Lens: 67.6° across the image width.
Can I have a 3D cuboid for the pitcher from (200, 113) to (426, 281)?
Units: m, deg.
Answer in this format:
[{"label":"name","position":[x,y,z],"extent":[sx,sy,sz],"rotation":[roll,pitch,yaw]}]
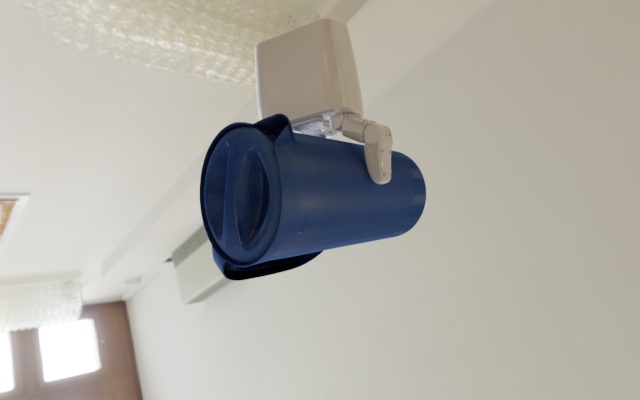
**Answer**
[{"label":"pitcher","position":[0.000,0.002,0.521],"extent":[0.243,0.145,0.149],"rotation":[0,-10,-44]}]
